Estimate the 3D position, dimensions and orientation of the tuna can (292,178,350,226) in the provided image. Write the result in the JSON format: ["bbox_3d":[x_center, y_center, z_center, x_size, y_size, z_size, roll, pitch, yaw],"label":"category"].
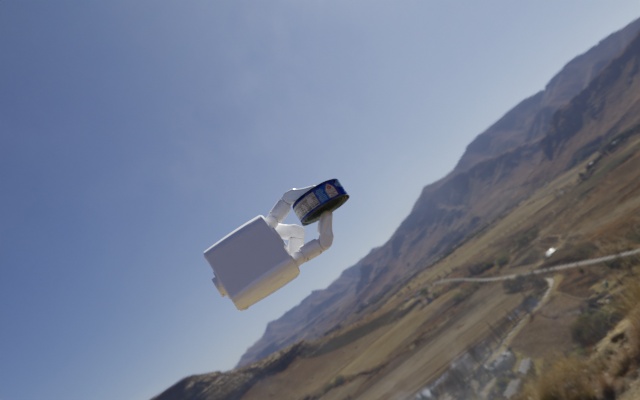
[{"bbox_3d":[0.000,0.002,0.737,0.086,0.033,0.086,-31,-12,-7],"label":"tuna can"}]
